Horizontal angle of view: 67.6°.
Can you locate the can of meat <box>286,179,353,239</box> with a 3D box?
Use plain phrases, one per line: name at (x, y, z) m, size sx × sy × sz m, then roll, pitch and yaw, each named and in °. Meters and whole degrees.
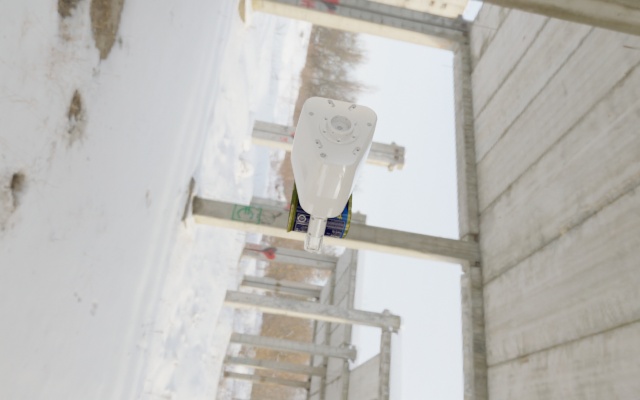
can of meat at (0.000, 0.002, 0.685) m, size 0.084 × 0.102 × 0.057 m, roll 9°, pitch -38°, yaw -5°
